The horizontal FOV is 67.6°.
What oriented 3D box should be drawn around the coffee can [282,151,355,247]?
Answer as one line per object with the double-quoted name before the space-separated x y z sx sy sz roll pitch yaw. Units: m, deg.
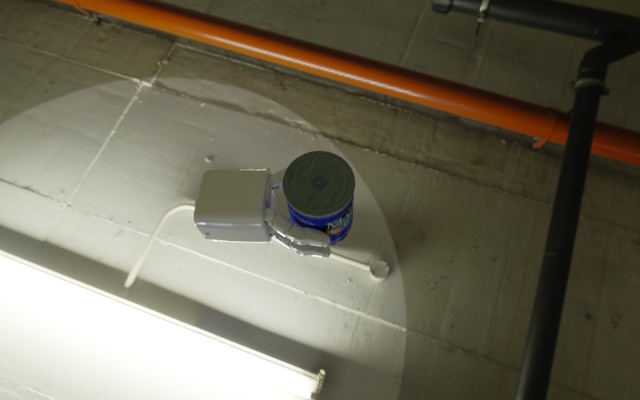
"coffee can" 0.000 0.002 0.734 0.103 0.102 0.140 0 -24 2
